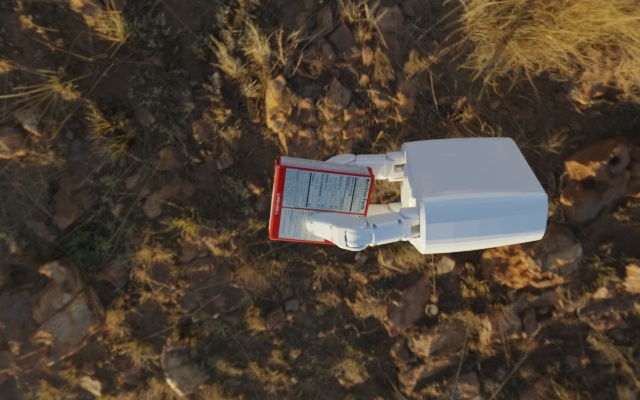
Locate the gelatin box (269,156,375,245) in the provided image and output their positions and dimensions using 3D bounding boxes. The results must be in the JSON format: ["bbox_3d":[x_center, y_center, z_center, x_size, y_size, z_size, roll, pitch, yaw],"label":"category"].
[{"bbox_3d":[0.000,0.002,0.441,0.089,0.073,0.030,5,23,-8],"label":"gelatin box"}]
